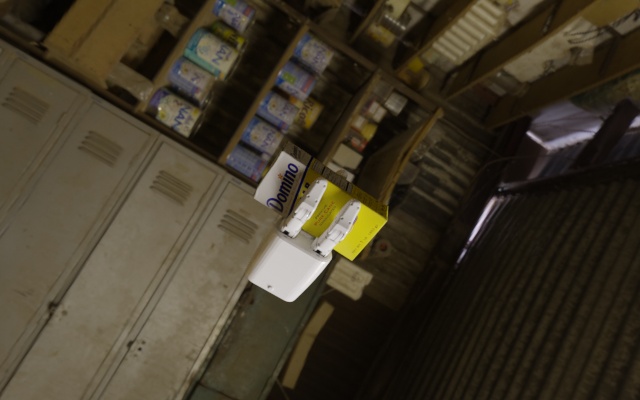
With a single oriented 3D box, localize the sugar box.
[{"bbox_3d":[0.000,0.003,0.686,0.176,0.093,0.048,31,30,-9],"label":"sugar box"}]
